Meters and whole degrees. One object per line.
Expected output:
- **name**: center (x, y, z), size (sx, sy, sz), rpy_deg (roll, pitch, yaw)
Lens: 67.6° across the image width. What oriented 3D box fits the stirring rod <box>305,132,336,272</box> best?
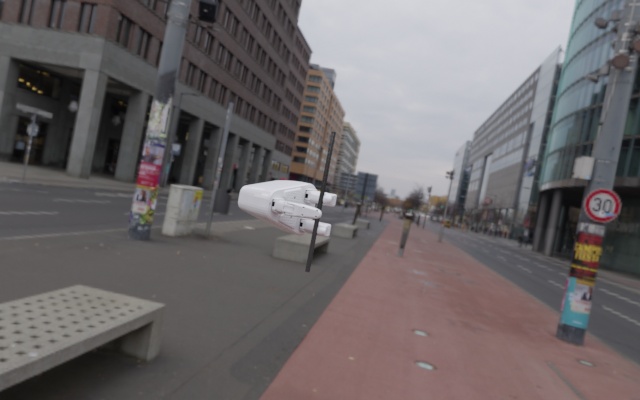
- **stirring rod**: center (0.000, 0.003, 0.807), size (0.011, 0.239, 0.011), rpy_deg (11, 1, 0)
